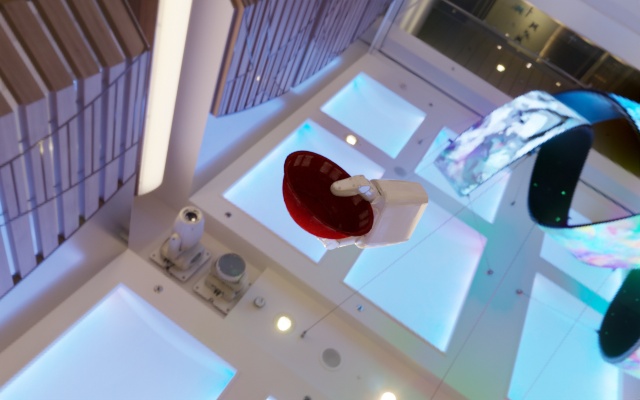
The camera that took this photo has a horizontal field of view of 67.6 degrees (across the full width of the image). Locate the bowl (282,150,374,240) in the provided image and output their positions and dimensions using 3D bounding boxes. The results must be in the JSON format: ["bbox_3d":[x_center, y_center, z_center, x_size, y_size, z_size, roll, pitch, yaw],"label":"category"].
[{"bbox_3d":[-0.001,0.002,0.705,0.162,0.162,0.055,0,-39,-49],"label":"bowl"}]
